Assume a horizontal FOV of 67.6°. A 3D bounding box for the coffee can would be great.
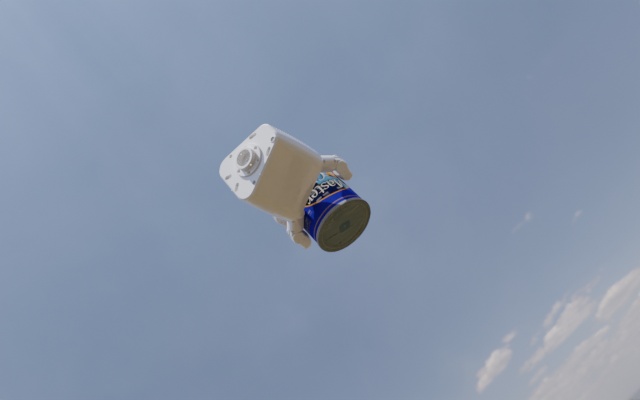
[{"bbox_3d":[0.000,0.003,0.791,0.103,0.103,0.140,0,34,-42],"label":"coffee can"}]
